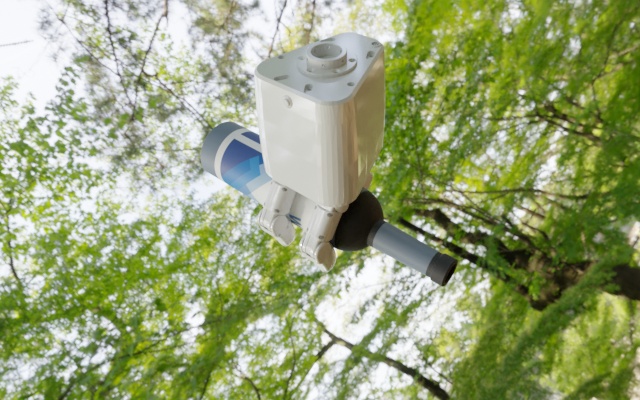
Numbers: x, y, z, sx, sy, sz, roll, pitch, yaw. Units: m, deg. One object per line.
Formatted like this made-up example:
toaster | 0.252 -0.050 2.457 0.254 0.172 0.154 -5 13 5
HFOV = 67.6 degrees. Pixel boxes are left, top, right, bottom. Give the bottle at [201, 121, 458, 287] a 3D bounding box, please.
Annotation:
bottle | 0.000 0.002 0.487 0.295 0.069 0.069 29 14 28
